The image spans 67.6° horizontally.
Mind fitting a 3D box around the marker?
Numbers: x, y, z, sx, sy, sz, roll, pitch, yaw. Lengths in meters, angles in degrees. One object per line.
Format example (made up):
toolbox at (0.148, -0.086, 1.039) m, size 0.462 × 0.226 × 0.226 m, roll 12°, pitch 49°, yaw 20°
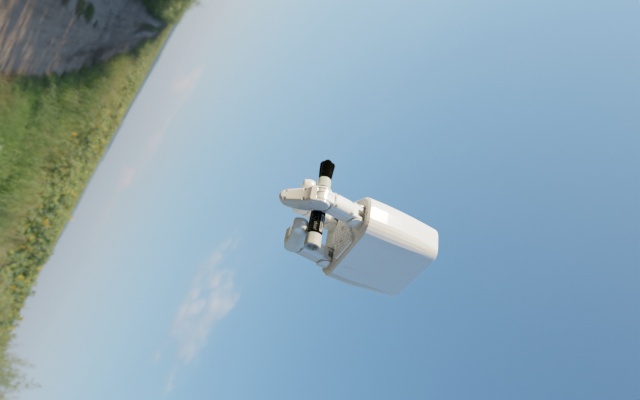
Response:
marker at (0.000, 0.002, 0.561) m, size 0.020 × 0.121 × 0.020 m, roll 8°, pitch -32°, yaw 5°
